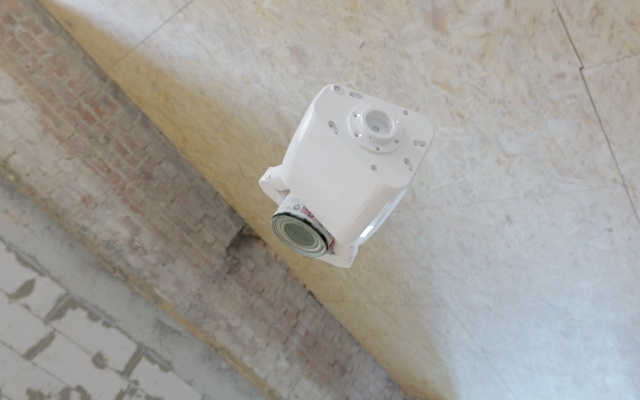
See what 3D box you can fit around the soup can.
[{"bbox_3d":[0.000,0.002,0.512,0.068,0.102,0.069,22,-34,16],"label":"soup can"}]
